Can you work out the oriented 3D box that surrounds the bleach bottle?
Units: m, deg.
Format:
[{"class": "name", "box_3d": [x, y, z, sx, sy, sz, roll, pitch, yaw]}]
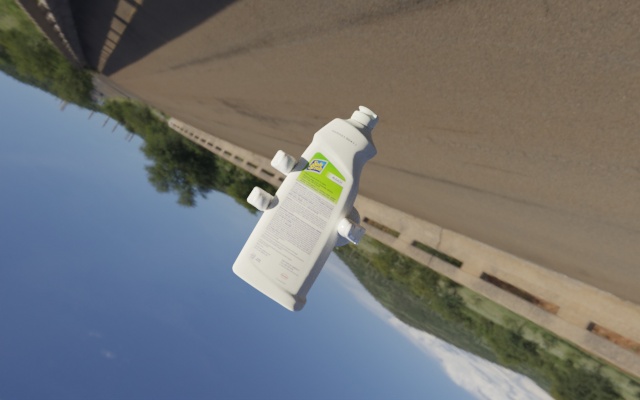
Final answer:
[{"class": "bleach bottle", "box_3d": [0.000, 0.002, 0.584, 0.102, 0.251, 0.068, 32, -2, 4]}]
